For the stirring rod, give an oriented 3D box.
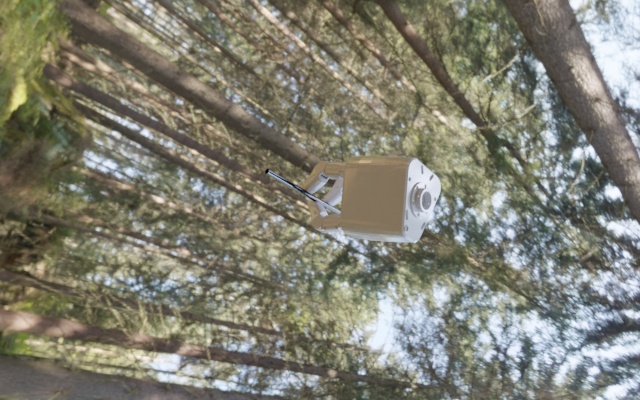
[{"bbox_3d":[0.000,0.002,0.755,0.011,0.011,0.240,0,-21,42],"label":"stirring rod"}]
